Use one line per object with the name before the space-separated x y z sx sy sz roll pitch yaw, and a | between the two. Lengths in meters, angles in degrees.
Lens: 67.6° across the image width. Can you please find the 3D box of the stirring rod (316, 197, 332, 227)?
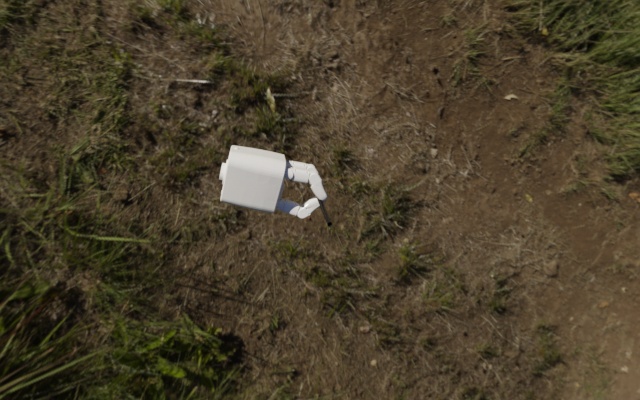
stirring rod | 0.000 0.003 0.898 0.011 0.011 0.239 0 18 -8
